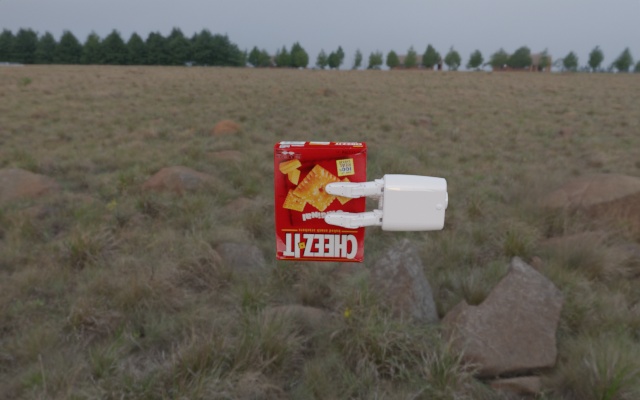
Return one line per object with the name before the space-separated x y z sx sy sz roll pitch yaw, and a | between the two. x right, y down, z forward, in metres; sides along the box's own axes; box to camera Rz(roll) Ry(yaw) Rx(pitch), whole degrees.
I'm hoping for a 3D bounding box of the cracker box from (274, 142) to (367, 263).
cracker box | 0.000 0.003 0.869 0.164 0.214 0.072 1 16 3
